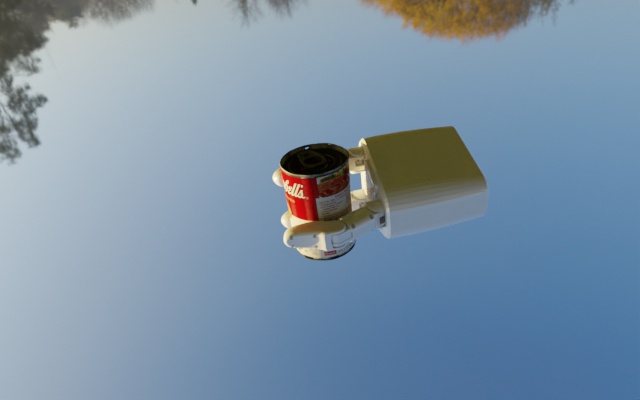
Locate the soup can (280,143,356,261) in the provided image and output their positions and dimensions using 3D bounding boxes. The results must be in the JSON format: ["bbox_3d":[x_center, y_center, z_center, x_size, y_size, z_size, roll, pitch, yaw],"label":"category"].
[{"bbox_3d":[0.000,0.002,0.487,0.068,0.102,0.068,-6,32,4],"label":"soup can"}]
